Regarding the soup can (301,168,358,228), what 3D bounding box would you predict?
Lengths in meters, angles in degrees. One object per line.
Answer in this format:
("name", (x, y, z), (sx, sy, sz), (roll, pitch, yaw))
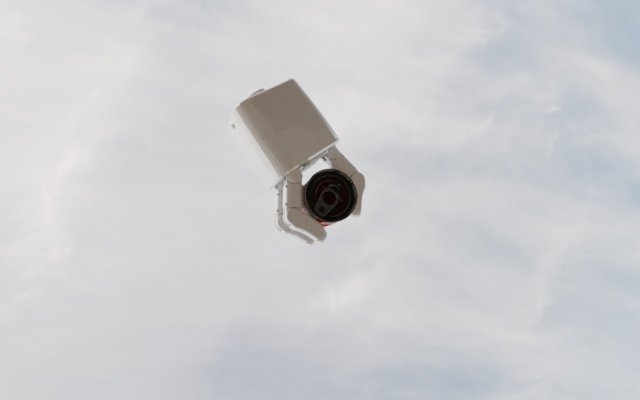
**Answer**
("soup can", (0.000, 0.002, 0.636), (0.068, 0.068, 0.102), (0, -10, -16))
